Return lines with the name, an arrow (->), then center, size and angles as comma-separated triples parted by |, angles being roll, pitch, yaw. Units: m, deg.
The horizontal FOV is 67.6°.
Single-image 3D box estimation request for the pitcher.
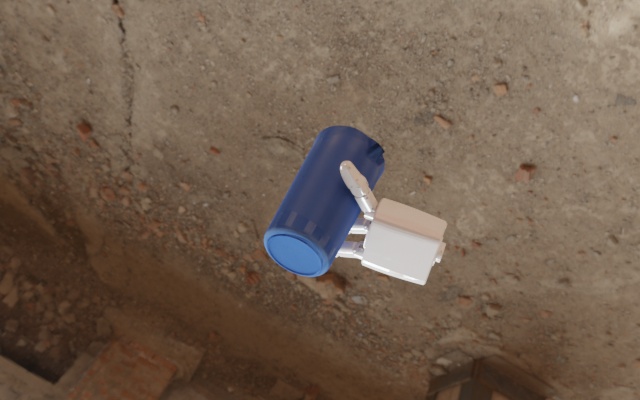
pitcher -> 0.000, 0.003, 0.778 | 0.145, 0.242, 0.149 | 20, -40, 12
